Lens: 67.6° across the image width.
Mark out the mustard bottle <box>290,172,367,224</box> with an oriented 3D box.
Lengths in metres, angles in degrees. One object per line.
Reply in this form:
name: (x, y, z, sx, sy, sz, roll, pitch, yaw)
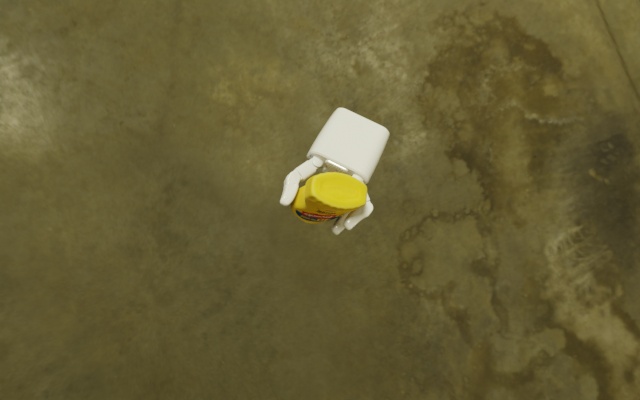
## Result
mustard bottle: (0.000, 0.003, 0.823, 0.096, 0.058, 0.192, 8, -14, -18)
